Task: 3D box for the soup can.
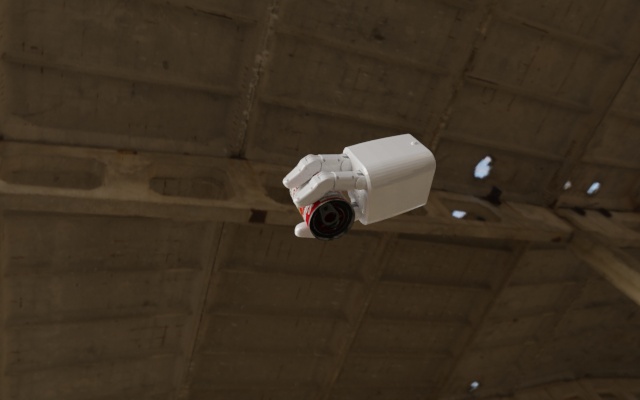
[{"bbox_3d":[0.000,0.002,0.693,0.068,0.068,0.102,0,31,-22],"label":"soup can"}]
